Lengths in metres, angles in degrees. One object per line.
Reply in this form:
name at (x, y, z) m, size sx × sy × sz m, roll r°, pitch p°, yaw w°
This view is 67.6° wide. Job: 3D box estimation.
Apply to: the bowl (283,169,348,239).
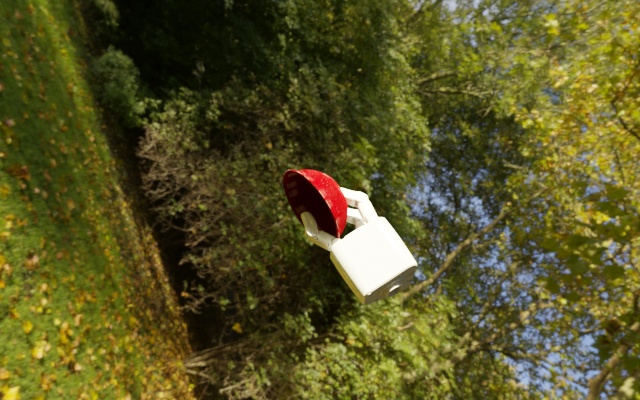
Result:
bowl at (0.000, 0.002, 0.877) m, size 0.055 × 0.162 × 0.162 m, roll -34°, pitch 15°, yaw -24°
